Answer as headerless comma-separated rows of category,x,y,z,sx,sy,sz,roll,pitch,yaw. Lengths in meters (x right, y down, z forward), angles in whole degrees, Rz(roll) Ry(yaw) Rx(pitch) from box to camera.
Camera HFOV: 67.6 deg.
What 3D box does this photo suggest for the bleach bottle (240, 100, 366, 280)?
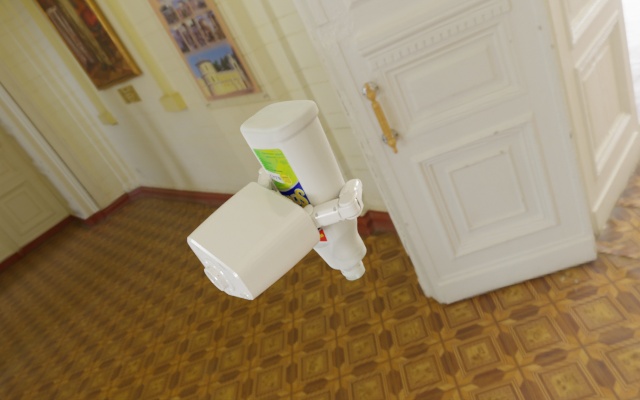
bleach bottle,0.000,0.002,0.589,0.068,0.251,0.102,-42,30,-25
